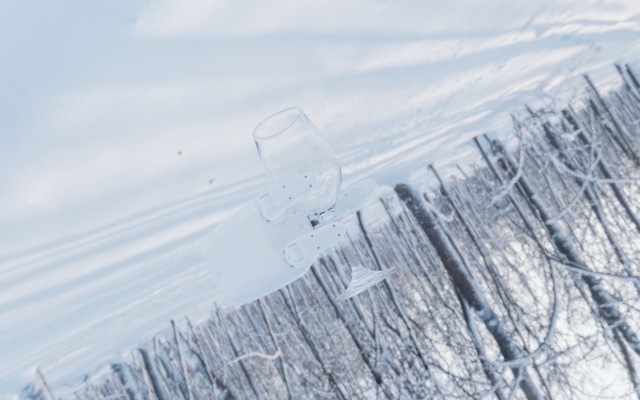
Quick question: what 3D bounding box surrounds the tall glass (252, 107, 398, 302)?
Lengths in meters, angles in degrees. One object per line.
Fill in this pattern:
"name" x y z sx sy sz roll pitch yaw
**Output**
"tall glass" 0.001 0.002 0.509 0.079 0.201 0.079 -28 -7 -4
